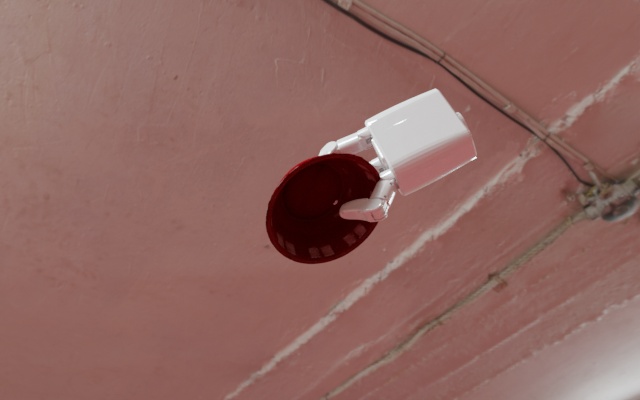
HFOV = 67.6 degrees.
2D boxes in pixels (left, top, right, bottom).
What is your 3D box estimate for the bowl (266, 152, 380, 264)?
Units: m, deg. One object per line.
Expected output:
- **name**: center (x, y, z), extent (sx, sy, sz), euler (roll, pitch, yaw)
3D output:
- **bowl**: center (-0.001, 0.002, 0.620), extent (0.162, 0.162, 0.055), euler (0, 29, -25)
